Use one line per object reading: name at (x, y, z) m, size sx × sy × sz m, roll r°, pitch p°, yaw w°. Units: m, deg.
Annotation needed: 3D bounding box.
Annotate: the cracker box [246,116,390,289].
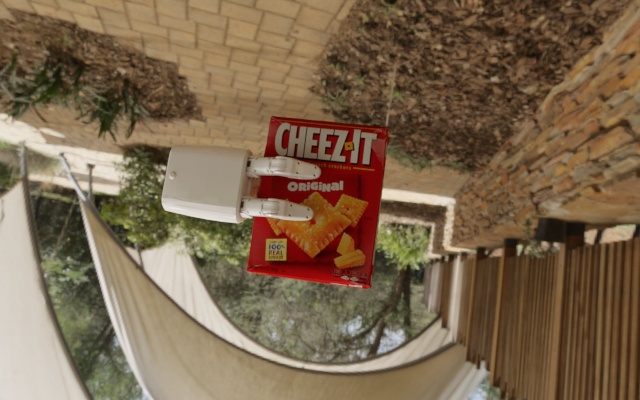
cracker box at (0.000, 0.002, 0.647) m, size 0.164 × 0.213 × 0.072 m, roll 7°, pitch -8°, yaw 7°
